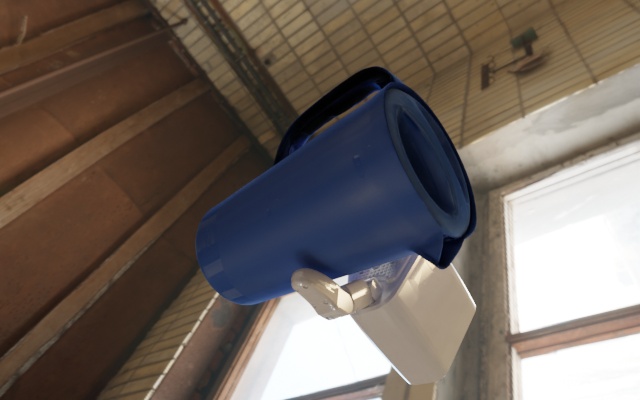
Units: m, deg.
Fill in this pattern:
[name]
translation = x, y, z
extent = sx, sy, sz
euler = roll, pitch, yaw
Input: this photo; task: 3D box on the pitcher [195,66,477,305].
[pitcher]
translation = 0.000, 0.002, 0.433
extent = 0.243, 0.145, 0.149
euler = -27, 19, 32
